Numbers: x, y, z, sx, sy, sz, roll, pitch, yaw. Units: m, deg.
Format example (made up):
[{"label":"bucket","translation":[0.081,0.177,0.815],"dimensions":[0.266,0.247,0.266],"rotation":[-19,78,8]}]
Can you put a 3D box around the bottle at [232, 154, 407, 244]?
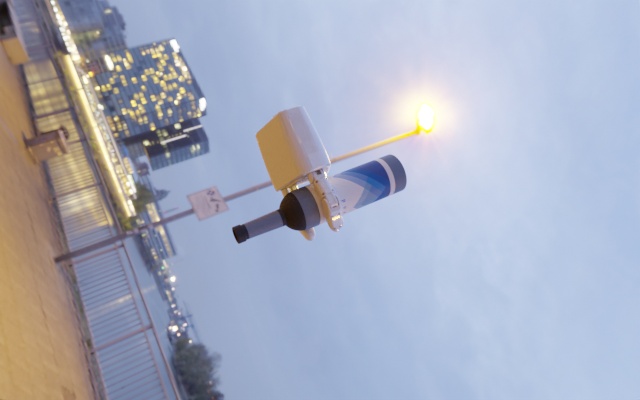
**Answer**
[{"label":"bottle","translation":[0.000,0.003,0.770],"dimensions":[0.295,0.069,0.069],"rotation":[-21,8,-20]}]
